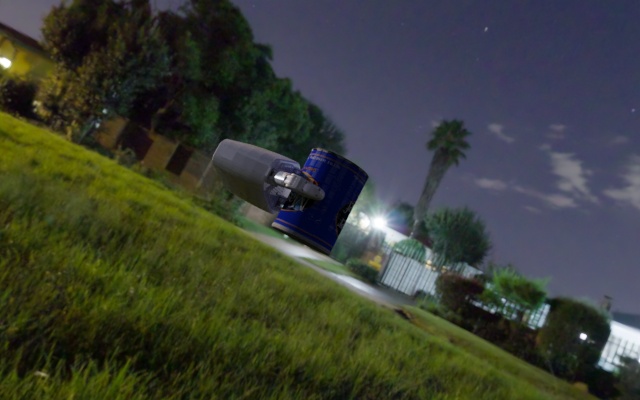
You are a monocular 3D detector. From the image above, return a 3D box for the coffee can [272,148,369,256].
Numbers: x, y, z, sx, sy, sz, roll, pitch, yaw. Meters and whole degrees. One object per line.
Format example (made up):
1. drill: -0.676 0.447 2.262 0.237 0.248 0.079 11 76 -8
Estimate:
1. coffee can: 0.000 0.003 0.758 0.103 0.140 0.103 27 -8 4
